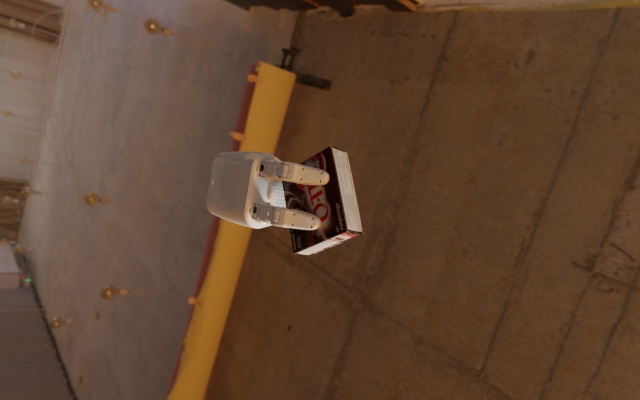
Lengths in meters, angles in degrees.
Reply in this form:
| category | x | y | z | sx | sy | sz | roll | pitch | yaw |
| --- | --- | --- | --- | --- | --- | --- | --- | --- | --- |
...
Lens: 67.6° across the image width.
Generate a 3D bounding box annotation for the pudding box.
| category | x | y | z | sx | sy | sz | roll | pitch | yaw |
| --- | --- | --- | --- | --- | --- | --- | --- | --- | --- |
| pudding box | 0.000 | 0.002 | 0.591 | 0.090 | 0.113 | 0.039 | -27 | -24 | 38 |
